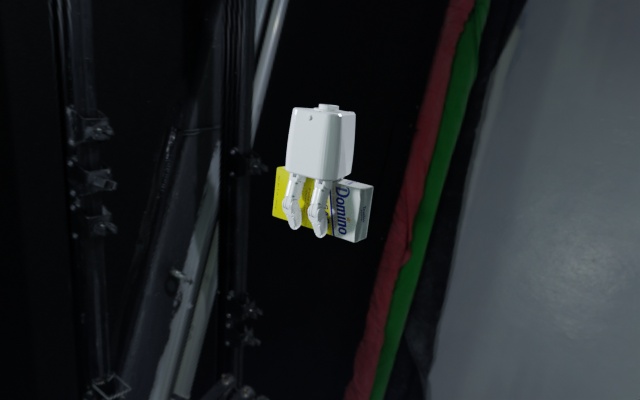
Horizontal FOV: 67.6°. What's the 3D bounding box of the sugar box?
[{"bbox_3d":[0.000,0.003,0.821,0.176,0.093,0.048,16,17,34],"label":"sugar box"}]
